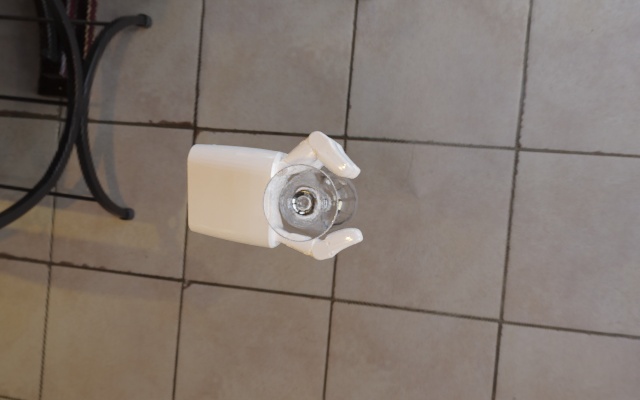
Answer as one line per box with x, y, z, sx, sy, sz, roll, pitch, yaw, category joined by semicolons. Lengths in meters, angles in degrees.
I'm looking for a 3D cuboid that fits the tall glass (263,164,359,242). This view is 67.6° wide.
0.000;0.002;0.548;0.079;0.079;0.201;0;0;12;tall glass
